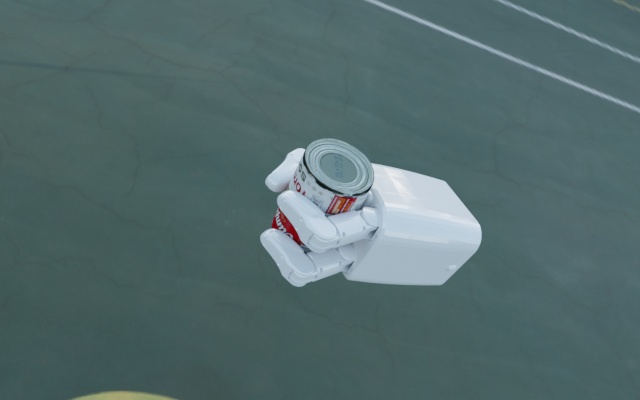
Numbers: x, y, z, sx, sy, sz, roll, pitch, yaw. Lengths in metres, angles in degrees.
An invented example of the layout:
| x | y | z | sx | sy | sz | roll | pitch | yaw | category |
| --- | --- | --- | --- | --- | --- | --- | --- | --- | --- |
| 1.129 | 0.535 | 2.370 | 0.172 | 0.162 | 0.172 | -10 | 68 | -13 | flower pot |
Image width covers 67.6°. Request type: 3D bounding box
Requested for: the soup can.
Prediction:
| x | y | z | sx | sy | sz | roll | pitch | yaw | category |
| --- | --- | --- | --- | --- | --- | --- | --- | --- | --- |
| 0.000 | 0.001 | 0.444 | 0.068 | 0.068 | 0.102 | 0 | -39 | -26 | soup can |
